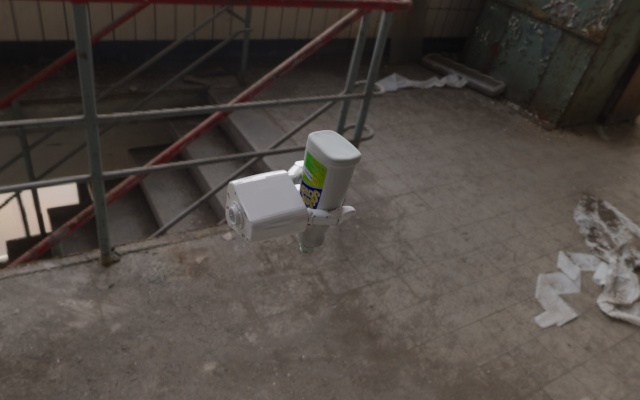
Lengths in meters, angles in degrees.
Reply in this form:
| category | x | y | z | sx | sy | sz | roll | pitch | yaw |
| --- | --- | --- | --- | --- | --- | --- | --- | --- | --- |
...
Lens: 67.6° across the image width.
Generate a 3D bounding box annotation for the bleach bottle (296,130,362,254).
| category | x | y | z | sx | sy | sz | roll | pitch | yaw |
| --- | --- | --- | --- | --- | --- | --- | --- | --- | --- |
| bleach bottle | 0.000 | 0.003 | 0.879 | 0.068 | 0.251 | 0.102 | -13 | 43 | -32 |
